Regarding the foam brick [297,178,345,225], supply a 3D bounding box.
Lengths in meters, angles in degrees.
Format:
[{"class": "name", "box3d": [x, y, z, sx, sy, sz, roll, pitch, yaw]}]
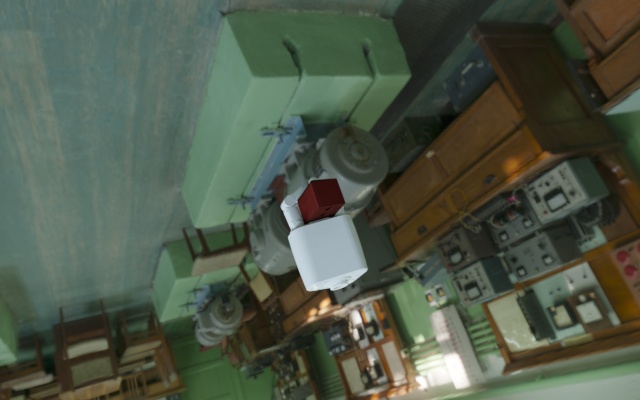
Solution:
[{"class": "foam brick", "box3d": [0.000, 0.003, 0.838, 0.053, 0.051, 0.078, -8, -24, -26]}]
